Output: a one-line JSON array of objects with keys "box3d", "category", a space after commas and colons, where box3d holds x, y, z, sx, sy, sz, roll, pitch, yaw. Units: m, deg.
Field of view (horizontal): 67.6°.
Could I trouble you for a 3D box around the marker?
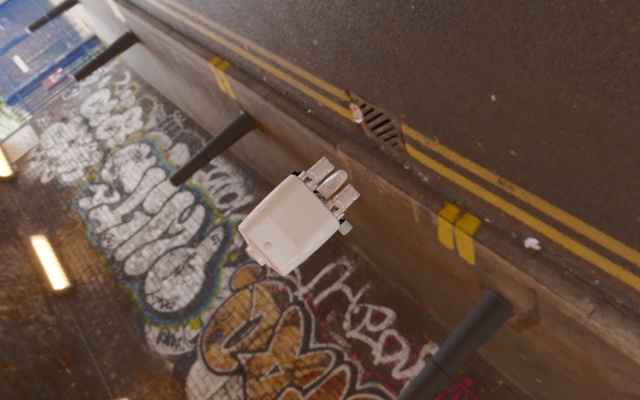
[{"box3d": [0.000, 0.002, 0.715, 0.020, 0.121, 0.020, -43, 0, 0], "category": "marker"}]
